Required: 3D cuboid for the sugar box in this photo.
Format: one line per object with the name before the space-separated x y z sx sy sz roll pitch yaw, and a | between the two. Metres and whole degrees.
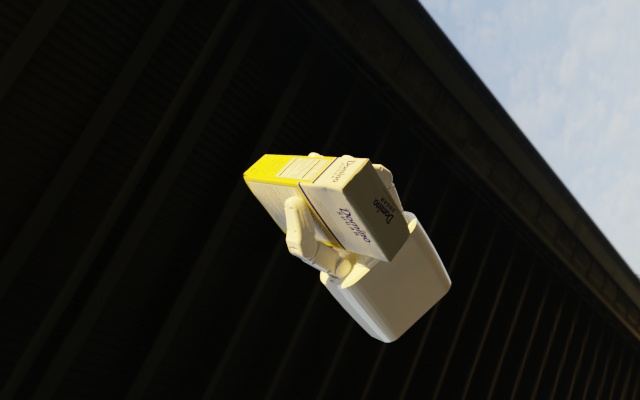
sugar box | 0.000 0.001 0.480 0.176 0.093 0.048 7 49 51
